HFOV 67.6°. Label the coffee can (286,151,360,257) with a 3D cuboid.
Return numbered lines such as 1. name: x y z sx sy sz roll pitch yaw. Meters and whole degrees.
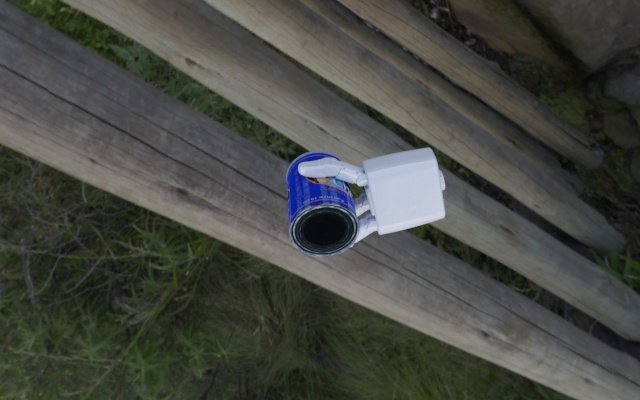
1. coffee can: 0.000 0.002 0.741 0.103 0.103 0.140 0 38 -6
